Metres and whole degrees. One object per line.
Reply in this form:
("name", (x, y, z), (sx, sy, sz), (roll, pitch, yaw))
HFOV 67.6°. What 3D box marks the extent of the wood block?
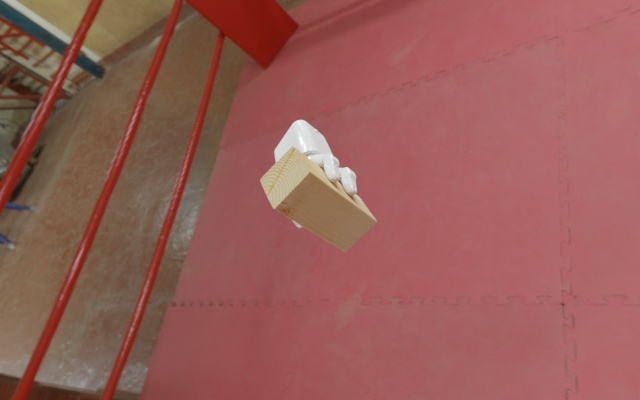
("wood block", (0.000, 0.003, 0.883), (0.206, 0.091, 0.090), (34, 16, -42))
